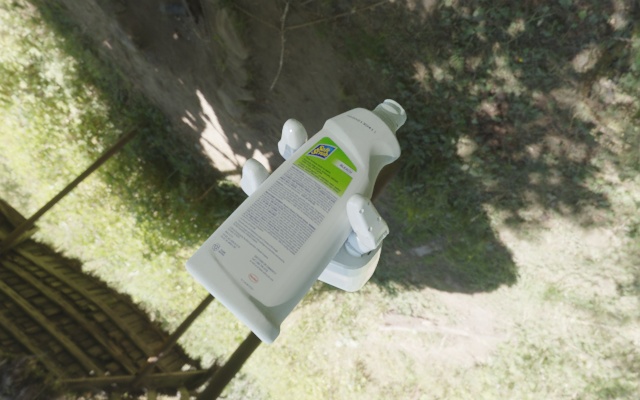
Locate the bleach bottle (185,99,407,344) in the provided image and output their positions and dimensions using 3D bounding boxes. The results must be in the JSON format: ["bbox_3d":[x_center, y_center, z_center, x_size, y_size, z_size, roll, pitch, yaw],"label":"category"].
[{"bbox_3d":[0.000,0.001,0.442,0.102,0.250,0.068,37,-18,18],"label":"bleach bottle"}]
